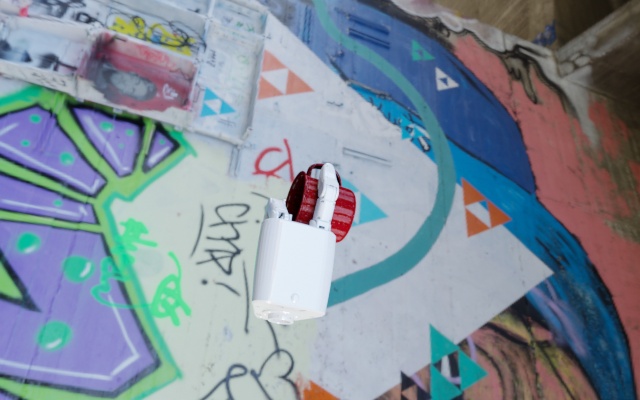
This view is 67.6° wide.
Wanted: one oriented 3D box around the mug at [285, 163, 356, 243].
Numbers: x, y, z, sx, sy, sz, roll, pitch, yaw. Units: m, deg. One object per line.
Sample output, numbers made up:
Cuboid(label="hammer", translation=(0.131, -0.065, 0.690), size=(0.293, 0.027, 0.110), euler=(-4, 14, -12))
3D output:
Cuboid(label="mug", translation=(0.000, 0.001, 0.687), size=(0.081, 0.117, 0.093), euler=(16, -25, -17))
